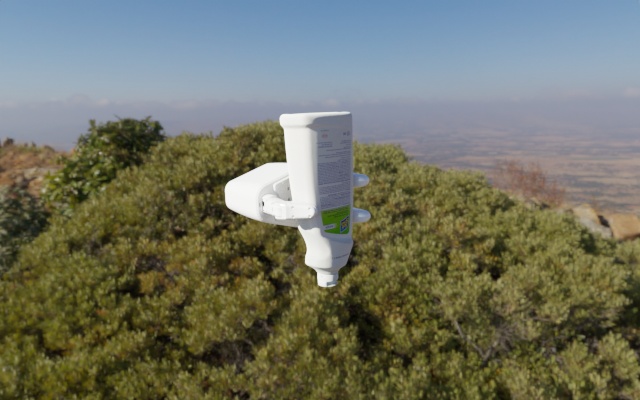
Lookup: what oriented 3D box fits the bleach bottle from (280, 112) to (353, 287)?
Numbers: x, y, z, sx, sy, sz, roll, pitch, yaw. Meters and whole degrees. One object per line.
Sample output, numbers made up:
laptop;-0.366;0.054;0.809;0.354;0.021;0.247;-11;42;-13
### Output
bleach bottle;0.000;0.002;0.683;0.102;0.251;0.068;-10;13;-36
